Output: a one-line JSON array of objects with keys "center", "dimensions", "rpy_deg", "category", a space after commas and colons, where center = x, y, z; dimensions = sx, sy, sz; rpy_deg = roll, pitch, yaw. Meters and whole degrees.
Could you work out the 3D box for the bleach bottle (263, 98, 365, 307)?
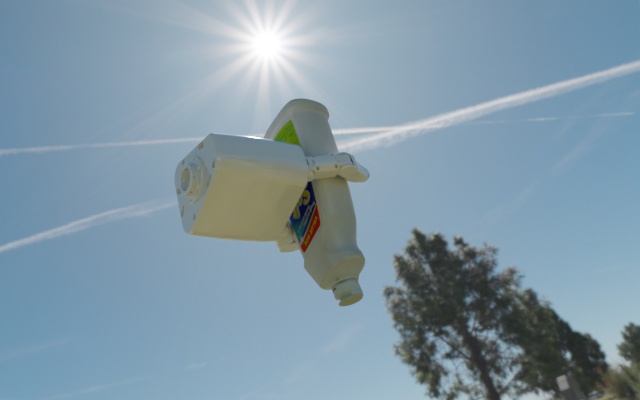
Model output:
[{"center": [0.000, 0.002, 0.574], "dimensions": [0.068, 0.250, 0.103], "rpy_deg": [6, -39, -37], "category": "bleach bottle"}]
